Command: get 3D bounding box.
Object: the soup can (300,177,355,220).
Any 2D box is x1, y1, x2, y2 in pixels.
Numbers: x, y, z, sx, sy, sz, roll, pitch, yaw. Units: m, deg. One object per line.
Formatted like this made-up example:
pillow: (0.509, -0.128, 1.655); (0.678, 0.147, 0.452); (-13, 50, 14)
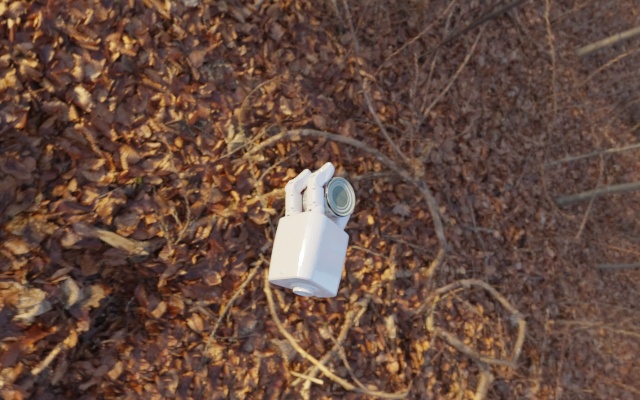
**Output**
soup can: (0.000, 0.002, 0.811); (0.068, 0.068, 0.102); (0, -10, -43)
